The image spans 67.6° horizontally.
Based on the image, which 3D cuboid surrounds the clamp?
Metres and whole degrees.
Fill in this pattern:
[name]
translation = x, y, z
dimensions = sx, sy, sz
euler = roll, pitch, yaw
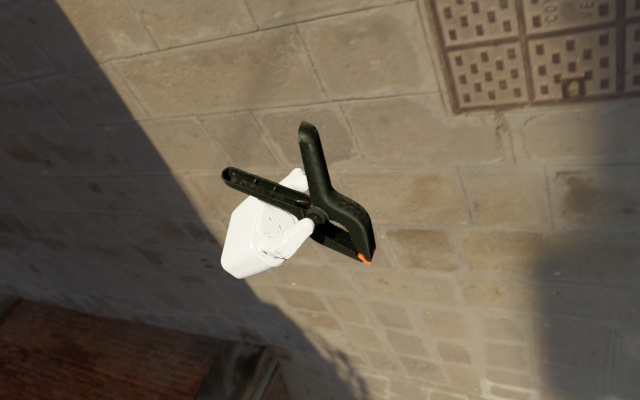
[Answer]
[clamp]
translation = 0.000, 0.003, 0.562
dimensions = 0.210, 0.036, 0.164
euler = 39, -38, -18
